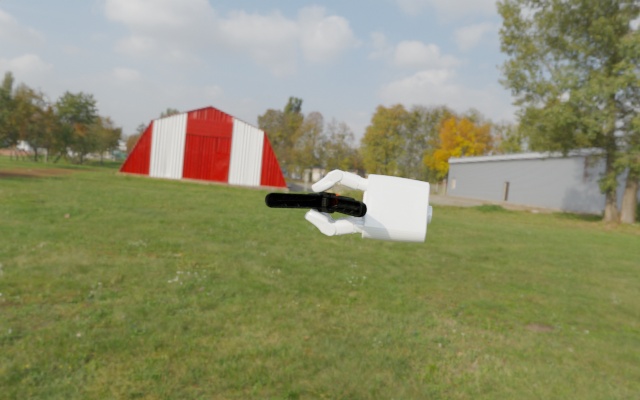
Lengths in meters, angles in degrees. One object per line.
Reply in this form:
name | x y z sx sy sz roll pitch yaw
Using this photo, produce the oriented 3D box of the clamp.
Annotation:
clamp | 0.001 0.002 0.836 0.164 0.036 0.210 7 3 6
